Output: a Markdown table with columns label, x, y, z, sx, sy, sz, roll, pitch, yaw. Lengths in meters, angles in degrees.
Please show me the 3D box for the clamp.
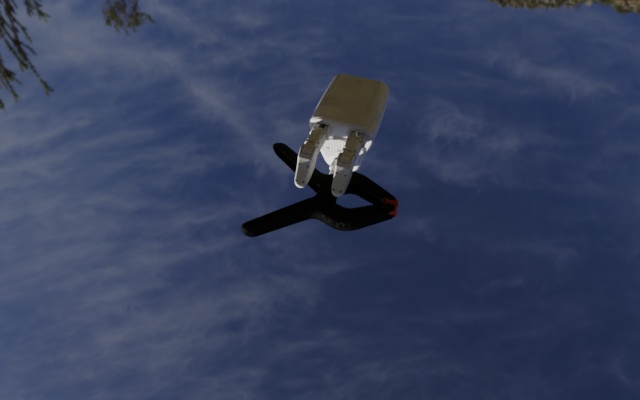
| label | x | y | z | sx | sy | sz | roll | pitch | yaw |
| --- | --- | --- | --- | --- | --- | --- | --- | --- | --- |
| clamp | 0.001 | 0.003 | 0.670 | 0.210 | 0.164 | 0.036 | 15 | -32 | 14 |
